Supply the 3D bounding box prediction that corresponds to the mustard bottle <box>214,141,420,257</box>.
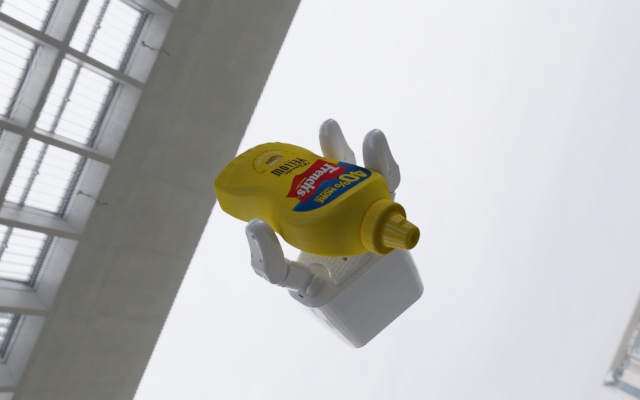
[{"bbox_3d":[0.000,0.001,0.401,0.096,0.058,0.191,-31,37,-34],"label":"mustard bottle"}]
